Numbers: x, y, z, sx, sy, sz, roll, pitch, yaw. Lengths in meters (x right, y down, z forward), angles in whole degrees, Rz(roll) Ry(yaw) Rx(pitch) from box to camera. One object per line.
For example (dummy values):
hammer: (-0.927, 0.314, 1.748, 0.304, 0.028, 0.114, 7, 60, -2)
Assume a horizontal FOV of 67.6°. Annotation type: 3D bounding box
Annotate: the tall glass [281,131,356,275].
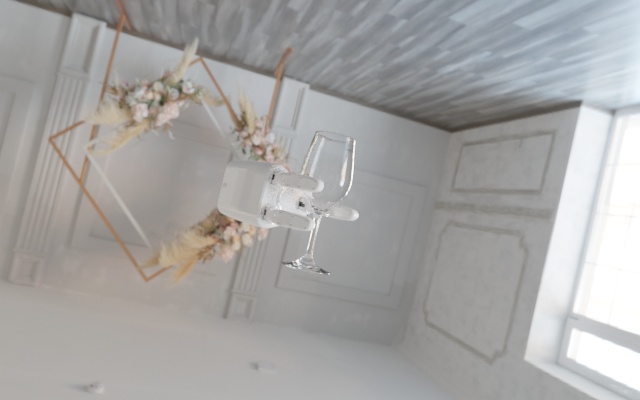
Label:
tall glass: (0.000, 0.003, 0.703, 0.079, 0.201, 0.079, 13, -1, 0)
